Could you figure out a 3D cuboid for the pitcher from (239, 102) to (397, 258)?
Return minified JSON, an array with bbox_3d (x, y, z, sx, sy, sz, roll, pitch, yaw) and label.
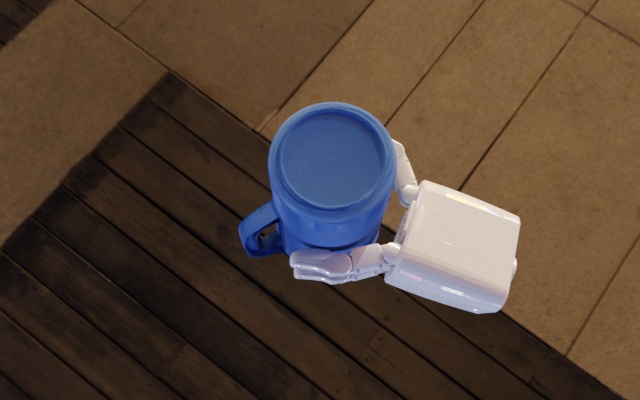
[{"bbox_3d":[0.000,0.002,0.502,0.145,0.149,0.243,22,-14,6],"label":"pitcher"}]
